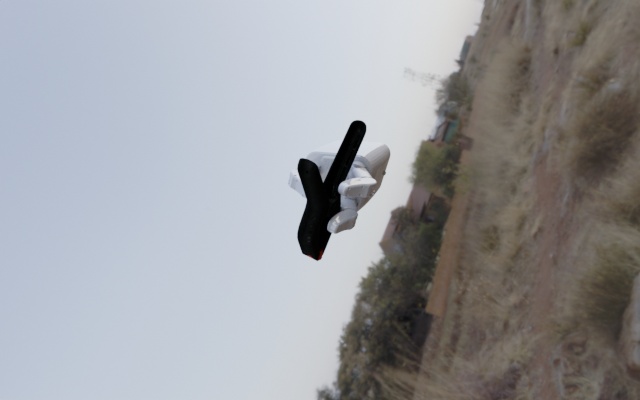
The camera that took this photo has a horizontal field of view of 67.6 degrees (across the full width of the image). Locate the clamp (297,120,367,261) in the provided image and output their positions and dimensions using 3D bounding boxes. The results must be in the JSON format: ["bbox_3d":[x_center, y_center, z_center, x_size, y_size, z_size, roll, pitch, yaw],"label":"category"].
[{"bbox_3d":[-0.001,0.002,0.657,0.036,0.210,0.164,25,29,19],"label":"clamp"}]
